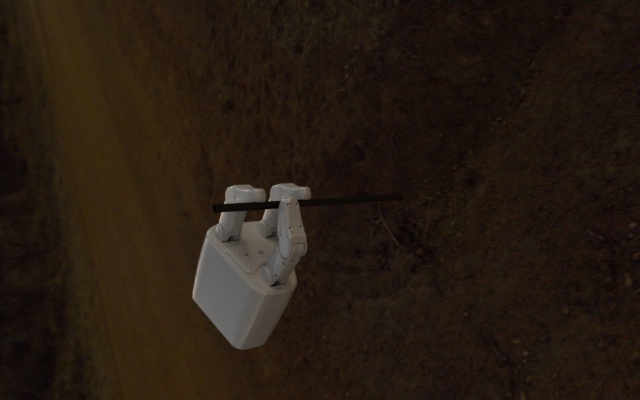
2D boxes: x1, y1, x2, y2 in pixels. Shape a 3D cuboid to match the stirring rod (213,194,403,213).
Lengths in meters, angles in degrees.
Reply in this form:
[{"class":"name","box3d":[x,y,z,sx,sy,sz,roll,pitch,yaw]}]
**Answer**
[{"class":"stirring rod","box3d":[0.000,0.002,0.509,0.239,0.011,0.011,-3,2,-36]}]
